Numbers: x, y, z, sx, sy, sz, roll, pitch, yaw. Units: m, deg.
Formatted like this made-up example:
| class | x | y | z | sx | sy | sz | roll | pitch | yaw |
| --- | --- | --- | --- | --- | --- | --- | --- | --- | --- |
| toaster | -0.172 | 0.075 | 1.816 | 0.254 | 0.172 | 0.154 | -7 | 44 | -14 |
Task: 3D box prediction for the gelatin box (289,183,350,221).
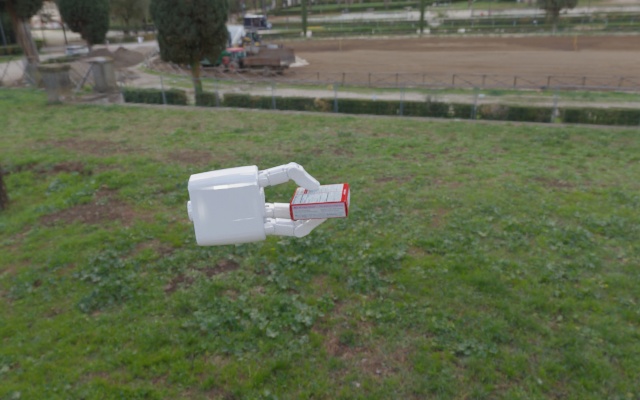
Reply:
| class | x | y | z | sx | sy | sz | roll | pitch | yaw |
| --- | --- | --- | --- | --- | --- | --- | --- | --- | --- |
| gelatin box | 0.000 | 0.002 | 0.750 | 0.089 | 0.030 | 0.073 | -5 | 23 | 9 |
